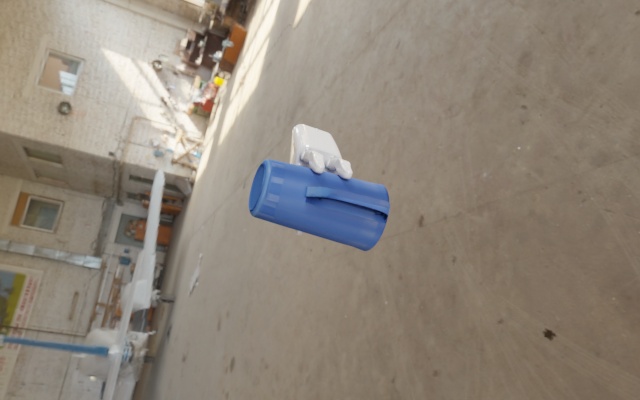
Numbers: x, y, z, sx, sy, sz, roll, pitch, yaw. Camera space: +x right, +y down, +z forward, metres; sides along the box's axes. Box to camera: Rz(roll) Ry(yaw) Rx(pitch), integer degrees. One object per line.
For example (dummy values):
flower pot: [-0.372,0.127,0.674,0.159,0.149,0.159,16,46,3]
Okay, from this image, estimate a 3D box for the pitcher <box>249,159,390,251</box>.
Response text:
pitcher: [0.000,0.003,0.881,0.243,0.149,0.145,15,33,-19]
